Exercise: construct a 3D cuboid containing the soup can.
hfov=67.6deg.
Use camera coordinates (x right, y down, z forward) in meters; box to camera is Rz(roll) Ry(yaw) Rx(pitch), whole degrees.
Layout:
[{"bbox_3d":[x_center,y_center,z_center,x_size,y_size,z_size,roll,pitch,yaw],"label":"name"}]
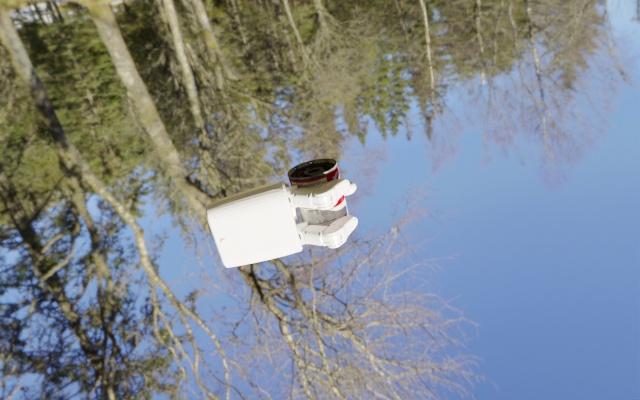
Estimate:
[{"bbox_3d":[0.001,0.002,0.653,0.068,0.102,0.068,-12,22,5],"label":"soup can"}]
